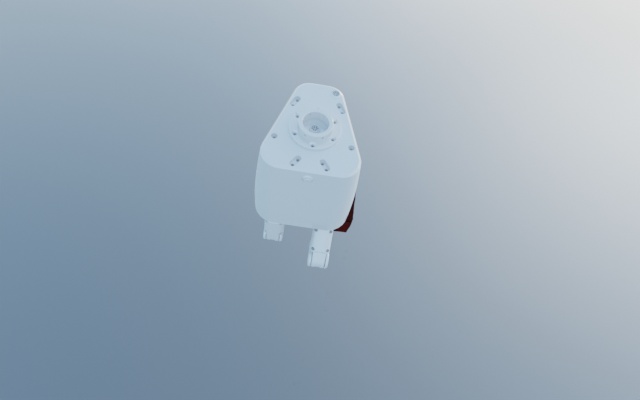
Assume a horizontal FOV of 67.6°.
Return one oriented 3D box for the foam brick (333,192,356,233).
[{"bbox_3d":[0.000,0.002,0.559,0.078,0.053,0.051,9,-19,-3],"label":"foam brick"}]
